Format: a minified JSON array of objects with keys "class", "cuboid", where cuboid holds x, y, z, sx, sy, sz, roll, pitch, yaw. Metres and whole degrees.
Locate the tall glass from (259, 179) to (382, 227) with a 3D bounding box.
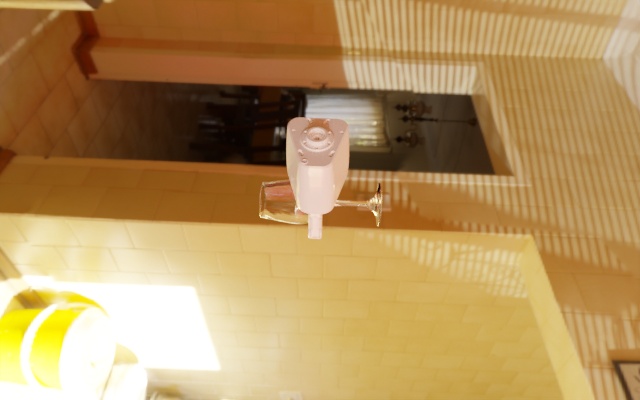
[{"class":"tall glass","cuboid":[0.001,0.003,0.808,0.201,0.079,0.079,2,0,1]}]
